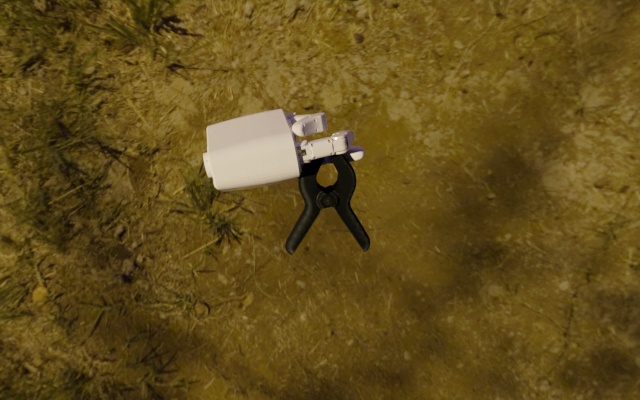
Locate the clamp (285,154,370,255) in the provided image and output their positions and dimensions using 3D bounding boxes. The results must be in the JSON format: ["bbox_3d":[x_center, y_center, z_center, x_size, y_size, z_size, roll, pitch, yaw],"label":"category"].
[{"bbox_3d":[0.000,0.002,0.659,0.120,0.171,0.039,-12,18,-6],"label":"clamp"}]
